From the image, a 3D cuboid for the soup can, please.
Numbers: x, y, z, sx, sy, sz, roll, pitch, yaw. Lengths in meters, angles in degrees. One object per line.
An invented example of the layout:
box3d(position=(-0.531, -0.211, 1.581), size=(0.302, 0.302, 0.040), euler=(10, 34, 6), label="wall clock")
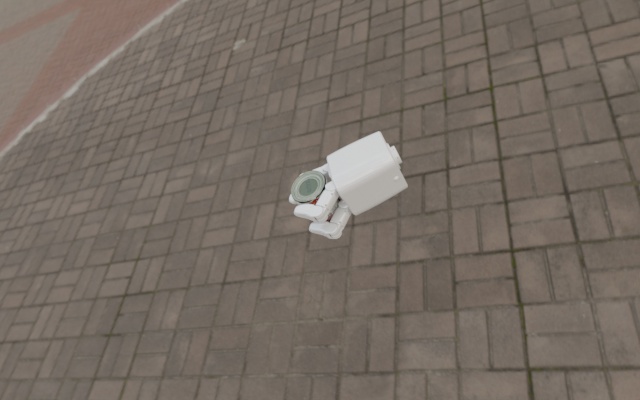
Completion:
box3d(position=(0.000, 0.003, 0.841), size=(0.068, 0.068, 0.102), euler=(0, -33, 30), label="soup can")
